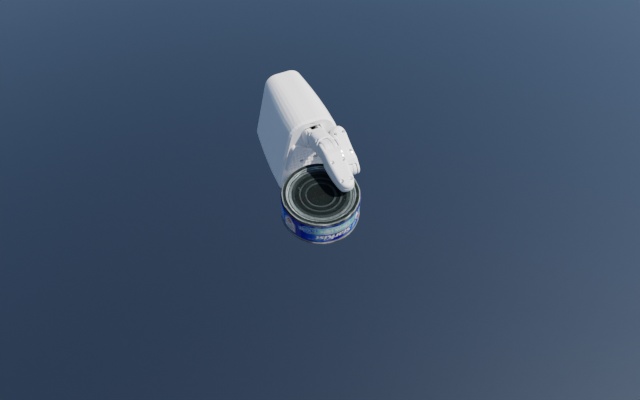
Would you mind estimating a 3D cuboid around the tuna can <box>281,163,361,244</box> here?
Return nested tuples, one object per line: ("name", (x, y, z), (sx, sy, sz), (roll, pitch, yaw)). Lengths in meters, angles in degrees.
("tuna can", (0.000, 0.001, 0.508), (0.086, 0.086, 0.034), (0, -37, -2))
